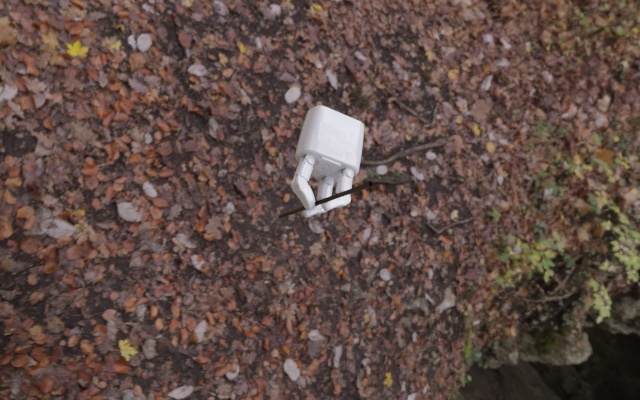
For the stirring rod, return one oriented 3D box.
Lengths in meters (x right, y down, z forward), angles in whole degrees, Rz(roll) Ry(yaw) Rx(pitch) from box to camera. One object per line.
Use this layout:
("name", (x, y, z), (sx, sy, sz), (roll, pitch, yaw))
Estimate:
("stirring rod", (0.000, 0.003, 0.821), (0.011, 0.011, 0.239), (0, -13, -41))
